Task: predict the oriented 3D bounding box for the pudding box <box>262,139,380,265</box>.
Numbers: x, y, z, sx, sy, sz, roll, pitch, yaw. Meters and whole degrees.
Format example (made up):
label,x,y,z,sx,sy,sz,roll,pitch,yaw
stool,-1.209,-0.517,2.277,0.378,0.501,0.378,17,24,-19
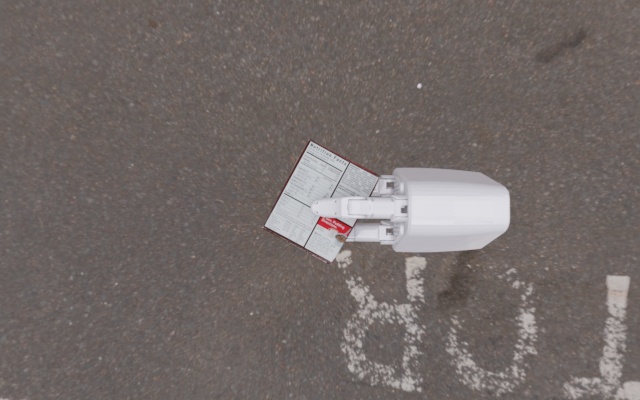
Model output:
label,x,y,z,sx,sy,sz,roll,pitch,yaw
pudding box,0.000,0.002,0.528,0.090,0.113,0.039,29,-3,-1
